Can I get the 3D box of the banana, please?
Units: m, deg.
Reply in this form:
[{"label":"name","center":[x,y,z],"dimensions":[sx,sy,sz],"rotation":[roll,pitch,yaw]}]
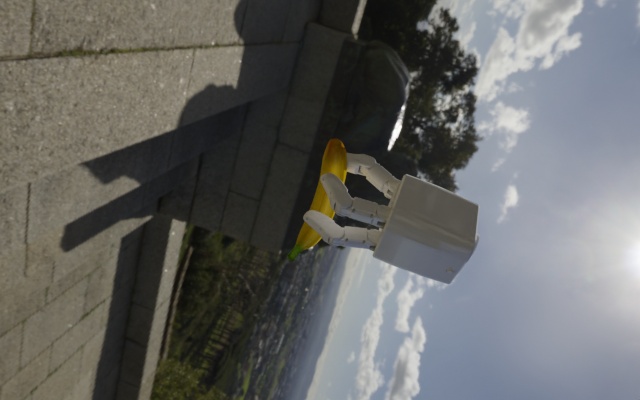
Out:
[{"label":"banana","center":[0.005,-0.002,0.659],"dimensions":[0.037,0.198,0.069],"rotation":[24,30,9]}]
